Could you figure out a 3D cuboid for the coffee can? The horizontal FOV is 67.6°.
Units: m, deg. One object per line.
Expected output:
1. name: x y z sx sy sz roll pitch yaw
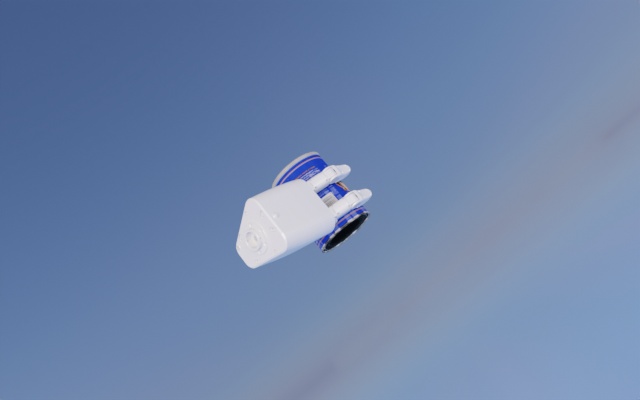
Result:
1. coffee can: 0.000 0.003 0.807 0.103 0.140 0.103 -37 -16 -12
